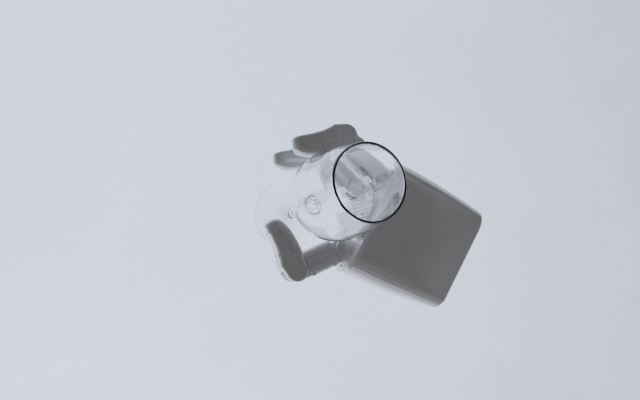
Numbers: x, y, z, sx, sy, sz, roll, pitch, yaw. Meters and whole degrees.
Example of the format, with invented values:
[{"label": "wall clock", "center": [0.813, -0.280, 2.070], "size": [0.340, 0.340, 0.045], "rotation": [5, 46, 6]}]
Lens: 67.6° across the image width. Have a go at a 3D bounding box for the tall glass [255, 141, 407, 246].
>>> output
[{"label": "tall glass", "center": [0.000, 0.002, 0.440], "size": [0.079, 0.079, 0.201], "rotation": [0, -9, -22]}]
